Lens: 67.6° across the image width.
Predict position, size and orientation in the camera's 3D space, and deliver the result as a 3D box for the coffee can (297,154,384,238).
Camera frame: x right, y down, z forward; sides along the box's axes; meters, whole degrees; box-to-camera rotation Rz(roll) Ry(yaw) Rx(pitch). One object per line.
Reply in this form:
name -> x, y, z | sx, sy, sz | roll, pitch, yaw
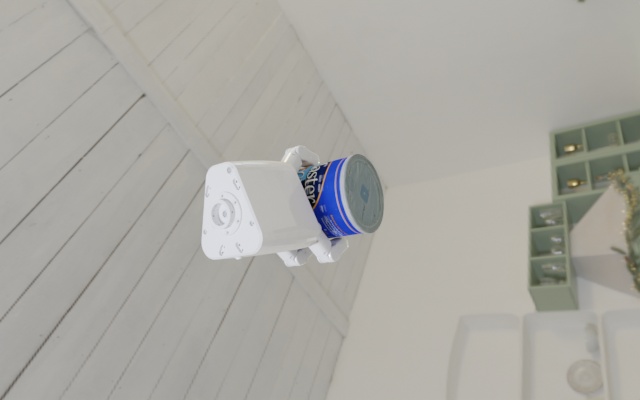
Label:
coffee can -> 0.000, 0.002, 0.645 | 0.140, 0.103, 0.103 | -11, -6, 33
